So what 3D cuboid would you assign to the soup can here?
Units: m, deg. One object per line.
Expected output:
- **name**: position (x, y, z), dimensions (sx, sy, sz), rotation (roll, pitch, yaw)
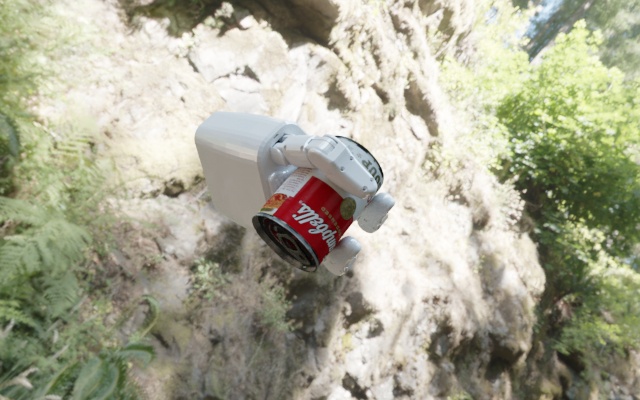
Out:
- **soup can**: position (0.001, 0.001, 0.409), dimensions (0.102, 0.068, 0.068), rotation (-49, 26, -25)
